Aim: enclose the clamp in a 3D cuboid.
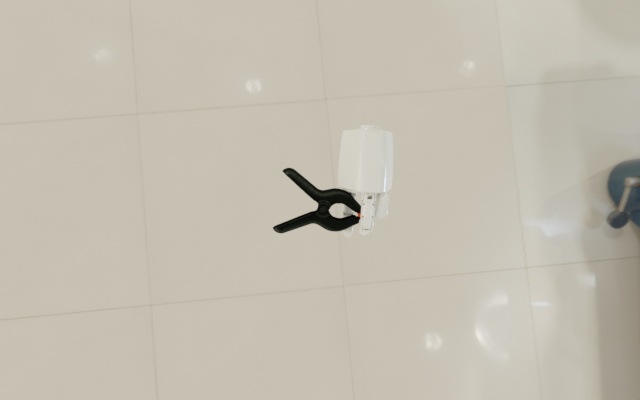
[{"bbox_3d":[0.000,0.003,0.861,0.171,0.120,0.039,1,17,-3],"label":"clamp"}]
